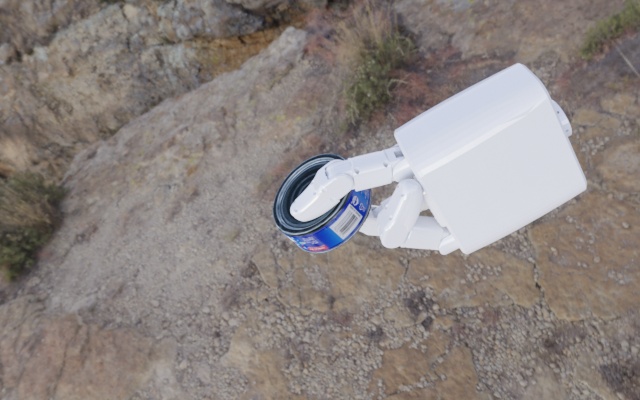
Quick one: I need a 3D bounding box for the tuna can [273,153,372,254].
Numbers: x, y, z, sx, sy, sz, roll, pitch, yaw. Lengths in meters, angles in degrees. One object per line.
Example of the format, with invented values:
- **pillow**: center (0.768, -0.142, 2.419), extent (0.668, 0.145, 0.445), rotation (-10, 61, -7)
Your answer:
- **tuna can**: center (0.000, 0.001, 0.420), extent (0.086, 0.086, 0.034), rotation (0, -31, 40)
